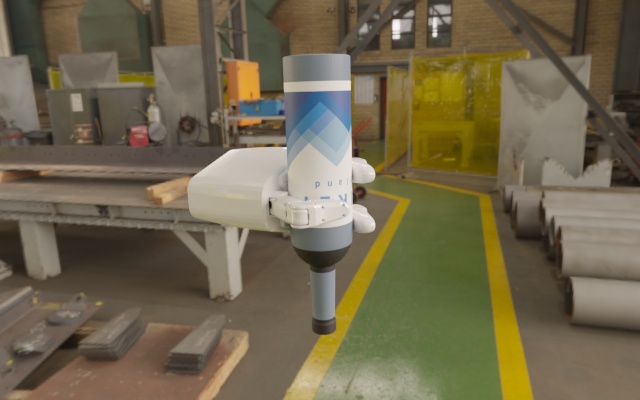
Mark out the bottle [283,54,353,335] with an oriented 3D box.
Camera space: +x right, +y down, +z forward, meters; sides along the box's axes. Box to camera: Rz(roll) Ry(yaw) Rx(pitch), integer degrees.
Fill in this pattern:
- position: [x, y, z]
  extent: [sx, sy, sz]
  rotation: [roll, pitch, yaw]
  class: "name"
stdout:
- position: [0.000, 0.001, 0.503]
  extent: [0.069, 0.296, 0.069]
  rotation: [-2, 13, 0]
  class: "bottle"
